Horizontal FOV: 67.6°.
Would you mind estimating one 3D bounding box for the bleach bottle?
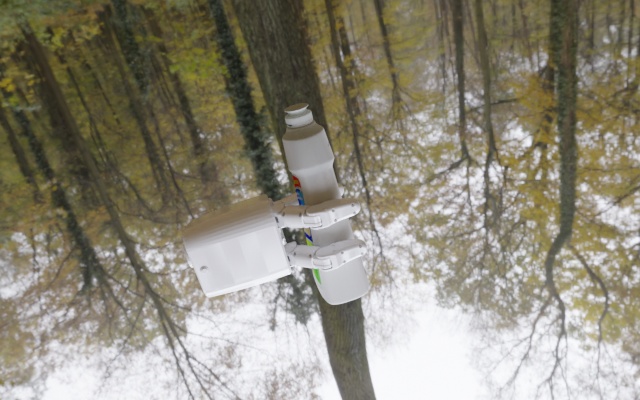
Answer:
[{"bbox_3d":[0.000,0.002,0.596,0.068,0.251,0.102,-17,25,-6],"label":"bleach bottle"}]
